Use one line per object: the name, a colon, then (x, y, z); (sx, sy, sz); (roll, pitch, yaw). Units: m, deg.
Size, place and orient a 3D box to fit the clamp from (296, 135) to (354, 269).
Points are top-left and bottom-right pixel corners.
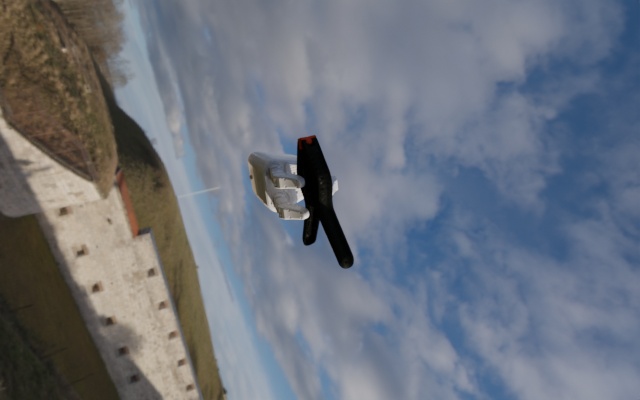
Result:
clamp: (0.001, 0.002, 0.770); (0.036, 0.210, 0.164); (-16, 22, -23)
